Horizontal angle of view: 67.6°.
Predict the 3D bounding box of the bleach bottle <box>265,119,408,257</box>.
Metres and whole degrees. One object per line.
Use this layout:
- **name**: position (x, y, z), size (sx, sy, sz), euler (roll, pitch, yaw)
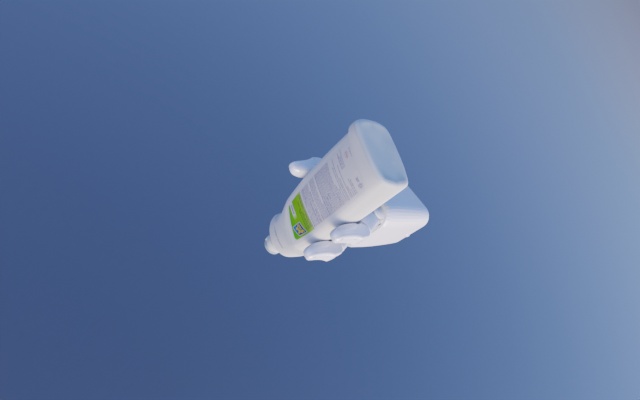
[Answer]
- **bleach bottle**: position (0.000, 0.002, 0.653), size (0.068, 0.102, 0.251), euler (2, -30, -43)
